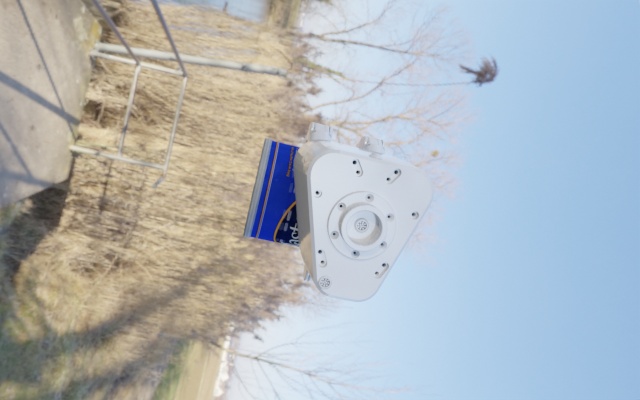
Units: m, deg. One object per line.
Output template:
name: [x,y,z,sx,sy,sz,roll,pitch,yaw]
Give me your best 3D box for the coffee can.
coffee can: [0.000,0.002,0.494,0.140,0.103,0.103,13,-2,-8]
